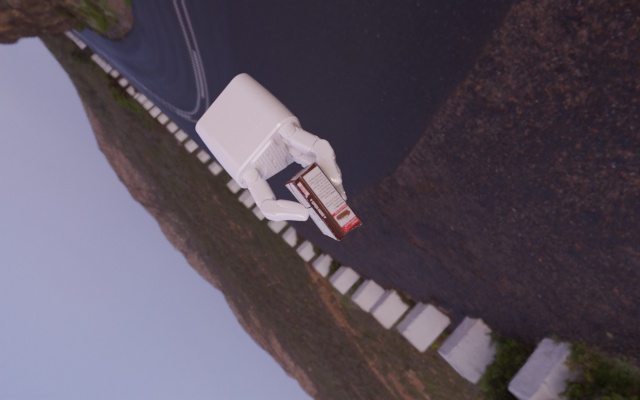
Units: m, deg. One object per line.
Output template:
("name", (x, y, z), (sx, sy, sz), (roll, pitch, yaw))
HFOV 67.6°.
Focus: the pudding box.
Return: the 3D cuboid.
("pudding box", (0.000, 0.002, 0.588), (0.039, 0.090, 0.113), (-39, 5, -5))
